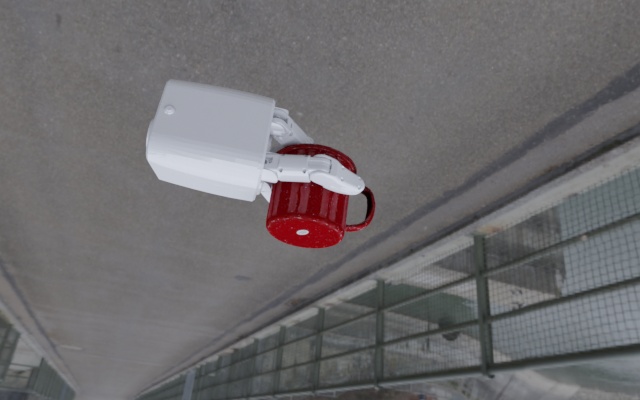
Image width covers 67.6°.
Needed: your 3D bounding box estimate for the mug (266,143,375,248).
[{"bbox_3d":[0.001,0.002,0.504,0.117,0.081,0.093,11,-27,-7],"label":"mug"}]
